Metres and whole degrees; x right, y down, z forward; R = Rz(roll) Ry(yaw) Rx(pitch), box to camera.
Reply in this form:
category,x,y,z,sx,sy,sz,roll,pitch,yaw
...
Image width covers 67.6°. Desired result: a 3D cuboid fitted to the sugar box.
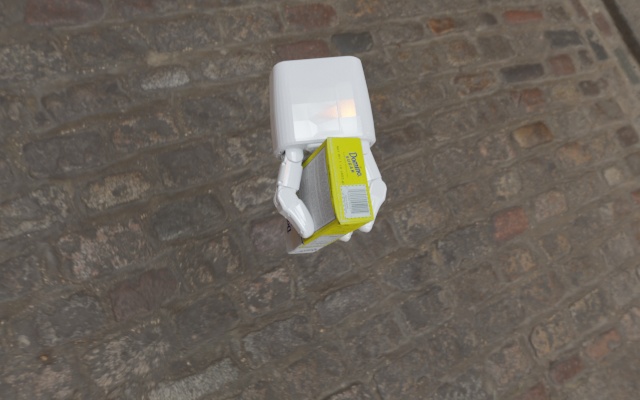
category,x,y,z,sx,sy,sz,roll,pitch,yaw
sugar box,0.001,0.002,0.559,0.048,0.093,0.176,-2,-14,-20
